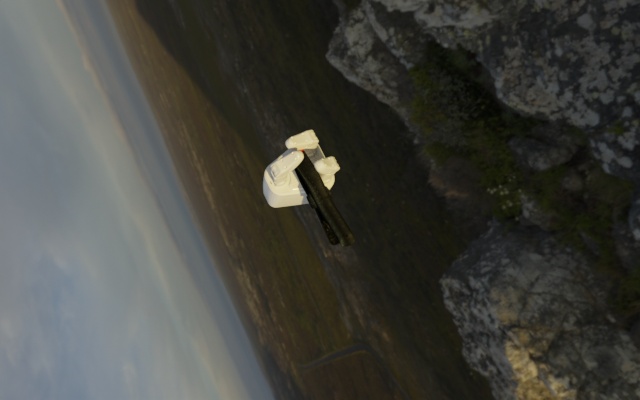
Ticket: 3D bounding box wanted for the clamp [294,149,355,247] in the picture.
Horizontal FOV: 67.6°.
[{"bbox_3d":[0.000,0.003,0.764,0.039,0.171,0.120,-24,-9,-14],"label":"clamp"}]
